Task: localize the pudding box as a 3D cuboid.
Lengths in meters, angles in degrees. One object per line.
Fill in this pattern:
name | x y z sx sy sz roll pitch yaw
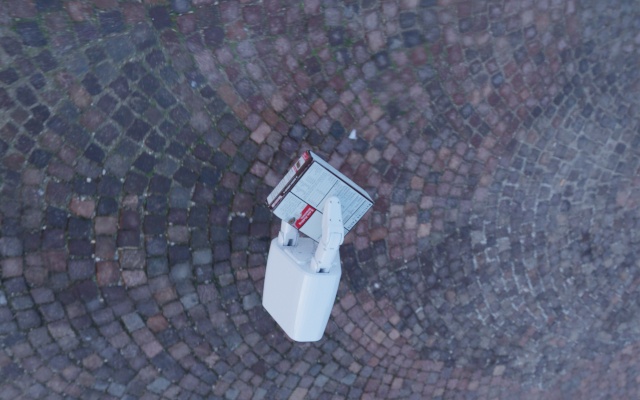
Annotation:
pudding box | 0.000 0.002 0.619 0.113 0.090 0.039 34 11 -30
